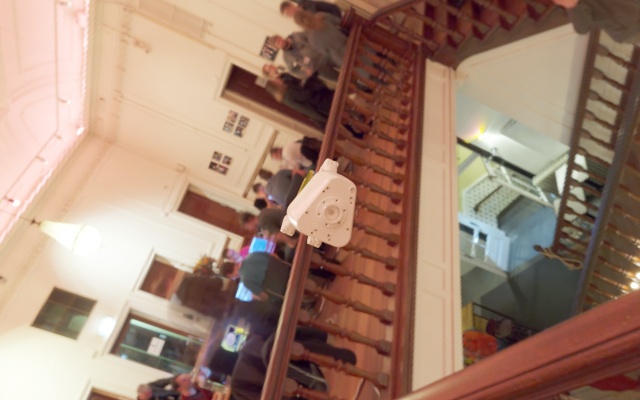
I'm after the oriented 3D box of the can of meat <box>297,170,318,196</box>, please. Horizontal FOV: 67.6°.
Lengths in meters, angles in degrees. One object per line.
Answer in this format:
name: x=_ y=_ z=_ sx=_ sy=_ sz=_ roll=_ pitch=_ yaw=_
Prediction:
can of meat: x=0.000 y=0.003 z=0.890 sx=0.084 sy=0.102 sz=0.057 roll=23 pitch=7 yaw=-12
